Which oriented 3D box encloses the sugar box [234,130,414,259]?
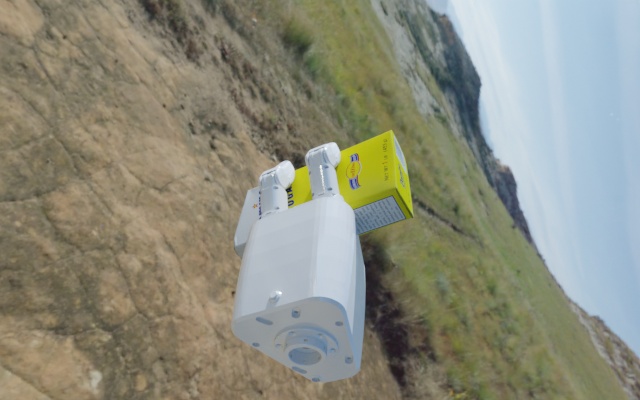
[{"bbox_3d":[0.000,0.001,0.475,0.176,0.048,0.093,-19,37,20],"label":"sugar box"}]
